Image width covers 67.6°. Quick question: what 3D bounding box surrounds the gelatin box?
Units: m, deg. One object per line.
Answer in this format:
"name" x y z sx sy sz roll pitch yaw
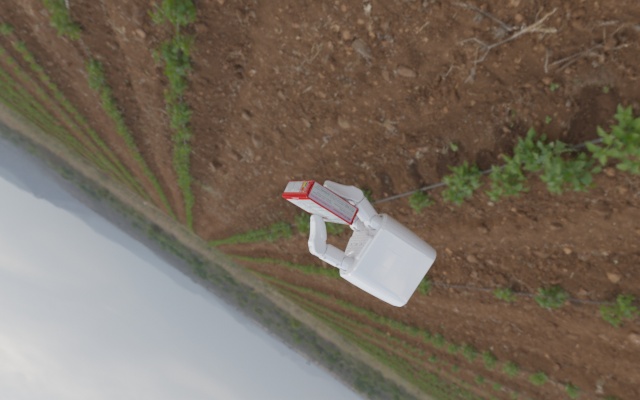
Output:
"gelatin box" 0.000 0.003 0.692 0.089 0.030 0.073 31 -14 -28
